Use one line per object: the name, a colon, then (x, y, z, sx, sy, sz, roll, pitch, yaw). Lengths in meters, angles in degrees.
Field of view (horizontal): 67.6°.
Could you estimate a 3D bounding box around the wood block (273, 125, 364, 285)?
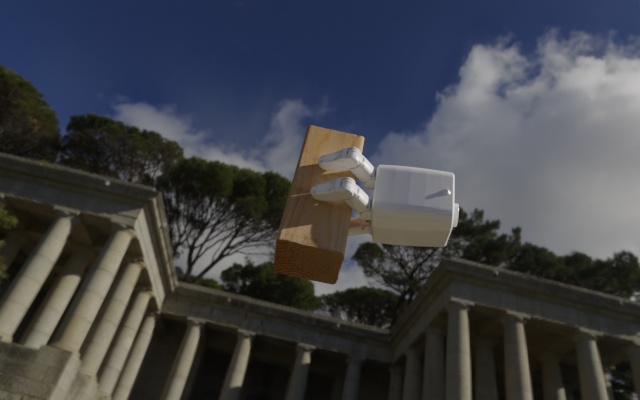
wood block: (0.000, 0.002, 0.685, 0.090, 0.206, 0.091, 12, -37, 1)
